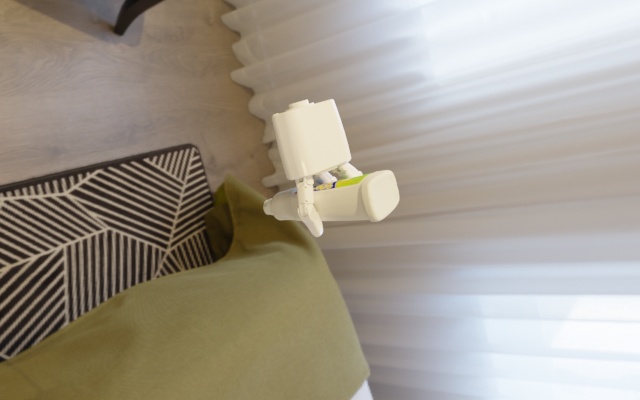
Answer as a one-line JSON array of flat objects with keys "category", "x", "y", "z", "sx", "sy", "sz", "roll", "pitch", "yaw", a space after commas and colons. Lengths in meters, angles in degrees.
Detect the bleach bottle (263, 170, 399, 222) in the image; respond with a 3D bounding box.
[{"category": "bleach bottle", "x": 0.000, "y": 0.003, "z": 0.811, "sx": 0.251, "sy": 0.068, "sz": 0.102, "roll": -7, "pitch": 14, "yaw": 35}]
